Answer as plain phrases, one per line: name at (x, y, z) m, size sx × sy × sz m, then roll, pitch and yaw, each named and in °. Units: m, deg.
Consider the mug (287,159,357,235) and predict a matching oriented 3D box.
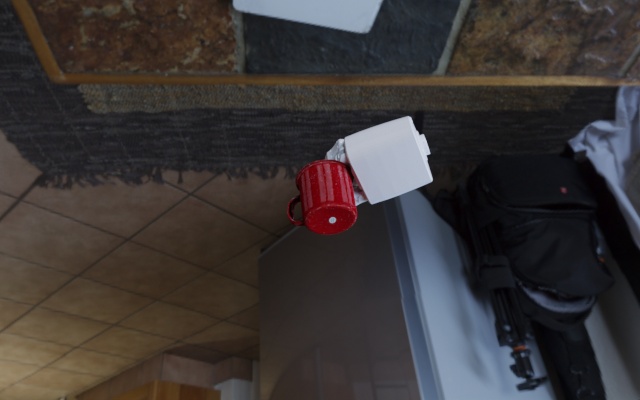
mug at (-0.001, 0.003, 0.731) m, size 0.117 × 0.081 × 0.093 m, roll -21°, pitch -39°, yaw 17°
